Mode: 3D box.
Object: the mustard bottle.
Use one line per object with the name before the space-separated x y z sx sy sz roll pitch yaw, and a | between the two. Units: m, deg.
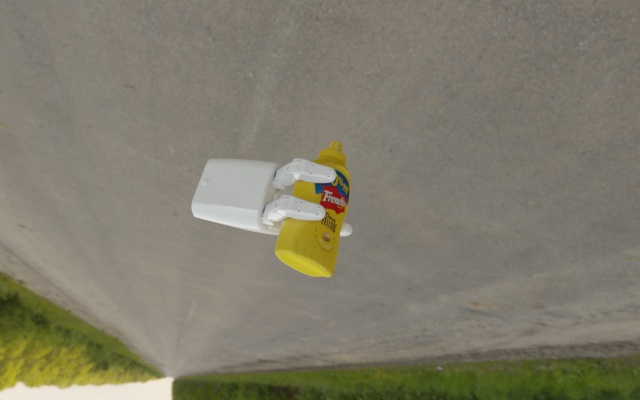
mustard bottle | 0.000 0.002 0.661 0.058 0.191 0.096 -6 -30 39
